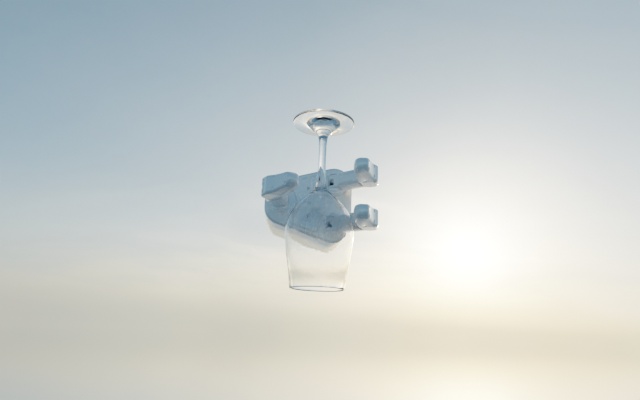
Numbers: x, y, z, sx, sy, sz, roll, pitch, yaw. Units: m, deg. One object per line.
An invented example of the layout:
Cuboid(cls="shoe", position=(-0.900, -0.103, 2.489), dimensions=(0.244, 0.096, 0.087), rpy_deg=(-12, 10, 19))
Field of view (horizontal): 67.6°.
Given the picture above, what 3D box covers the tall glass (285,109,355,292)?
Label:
Cuboid(cls="tall glass", position=(0.000, 0.001, 0.551), dimensions=(0.079, 0.201, 0.079), rpy_deg=(2, -16, 1))
